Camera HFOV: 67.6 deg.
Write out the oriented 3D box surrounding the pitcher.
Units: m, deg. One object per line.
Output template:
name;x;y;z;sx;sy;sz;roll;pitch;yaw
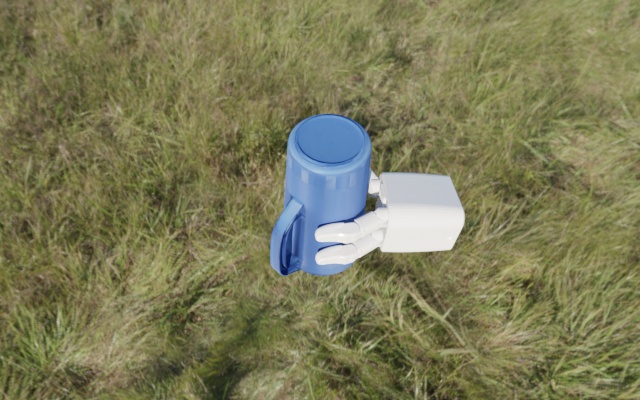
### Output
pitcher;0.000;0.002;0.692;0.145;0.149;0.243;1;-37;-2
